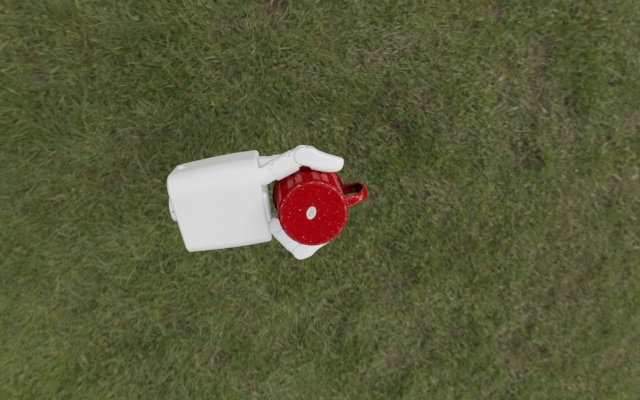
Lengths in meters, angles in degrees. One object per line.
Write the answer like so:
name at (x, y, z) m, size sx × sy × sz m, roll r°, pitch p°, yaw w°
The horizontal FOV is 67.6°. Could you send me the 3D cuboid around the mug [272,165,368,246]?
mug at (0.002, 0.002, 0.581) m, size 0.117 × 0.093 × 0.081 m, roll -11°, pitch 18°, yaw -2°
